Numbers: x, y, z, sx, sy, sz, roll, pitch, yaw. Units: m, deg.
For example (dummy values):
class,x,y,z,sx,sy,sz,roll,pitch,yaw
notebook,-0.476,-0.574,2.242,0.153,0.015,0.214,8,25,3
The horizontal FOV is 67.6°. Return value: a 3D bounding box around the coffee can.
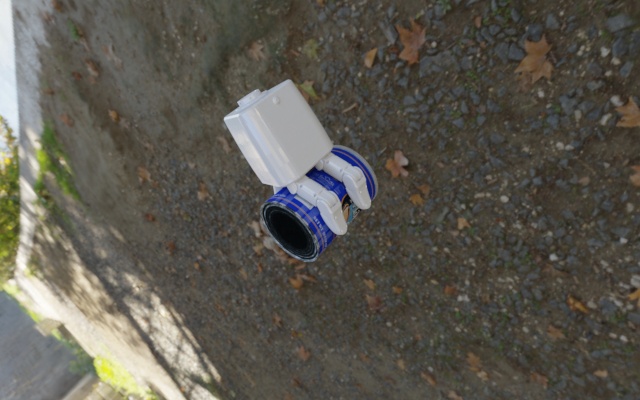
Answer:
class,x,y,z,sx,sy,sz,roll,pitch,yaw
coffee can,0.000,0.002,0.671,0.103,0.103,0.140,0,36,50
